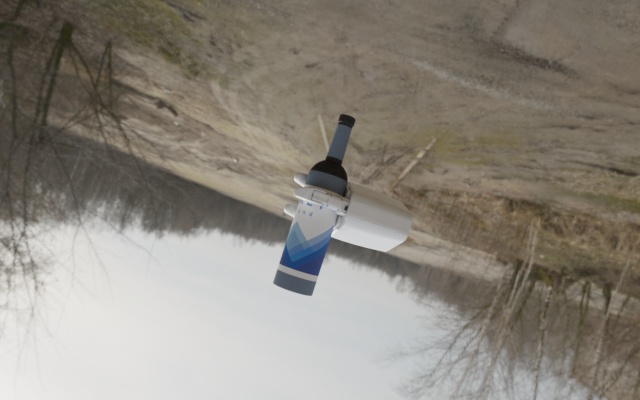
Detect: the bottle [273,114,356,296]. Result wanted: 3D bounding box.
[{"bbox_3d":[0.000,0.003,0.774,0.069,0.295,0.069,18,-4,1],"label":"bottle"}]
